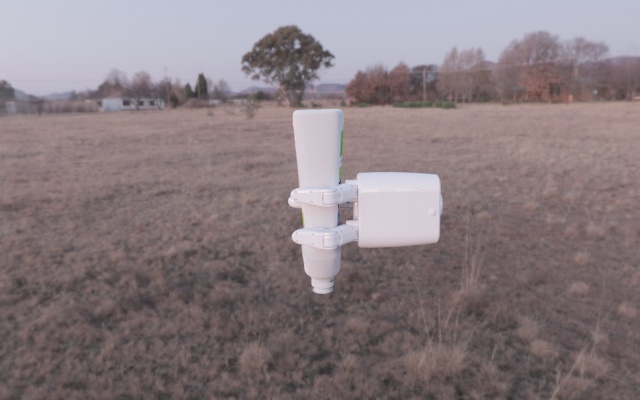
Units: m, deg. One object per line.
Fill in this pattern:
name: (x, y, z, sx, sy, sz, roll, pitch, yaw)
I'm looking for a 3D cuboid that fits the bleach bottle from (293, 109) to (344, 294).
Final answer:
bleach bottle: (0.000, 0.002, 0.660, 0.068, 0.251, 0.102, -1, 12, 1)
